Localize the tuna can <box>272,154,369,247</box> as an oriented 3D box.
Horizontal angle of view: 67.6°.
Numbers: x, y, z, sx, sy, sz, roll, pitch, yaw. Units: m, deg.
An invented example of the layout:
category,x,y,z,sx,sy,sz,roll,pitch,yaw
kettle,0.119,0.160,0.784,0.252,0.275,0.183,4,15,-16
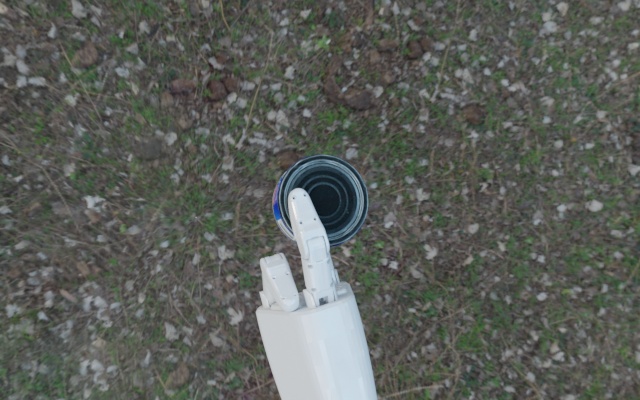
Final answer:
category,x,y,z,sx,sy,sz,roll,pitch,yaw
tuna can,0.000,0.001,0.440,0.086,0.086,0.034,0,-7,-13
